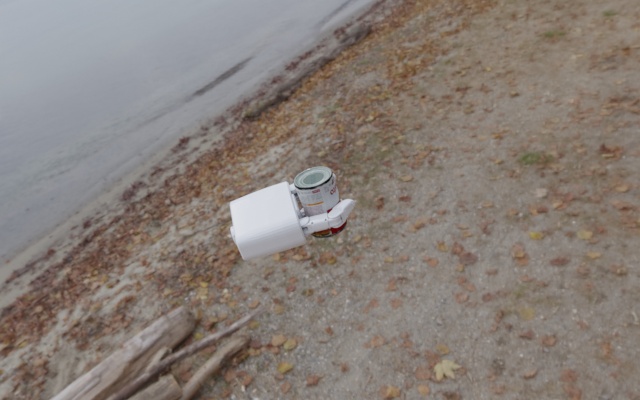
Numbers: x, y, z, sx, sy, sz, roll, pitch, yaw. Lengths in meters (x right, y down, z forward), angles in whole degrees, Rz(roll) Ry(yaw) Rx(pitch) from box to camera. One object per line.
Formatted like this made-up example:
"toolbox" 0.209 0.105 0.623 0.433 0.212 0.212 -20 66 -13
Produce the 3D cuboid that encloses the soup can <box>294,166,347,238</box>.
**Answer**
"soup can" 0.001 0.002 0.800 0.068 0.102 0.068 -13 31 8
